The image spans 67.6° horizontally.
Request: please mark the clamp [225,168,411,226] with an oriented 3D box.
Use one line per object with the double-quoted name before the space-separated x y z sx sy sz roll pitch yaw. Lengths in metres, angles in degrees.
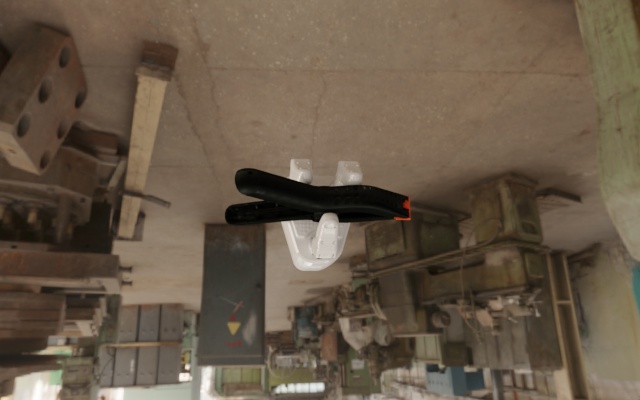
"clamp" 0.001 0.003 0.509 0.210 0.036 0.164 1 -13 -7
